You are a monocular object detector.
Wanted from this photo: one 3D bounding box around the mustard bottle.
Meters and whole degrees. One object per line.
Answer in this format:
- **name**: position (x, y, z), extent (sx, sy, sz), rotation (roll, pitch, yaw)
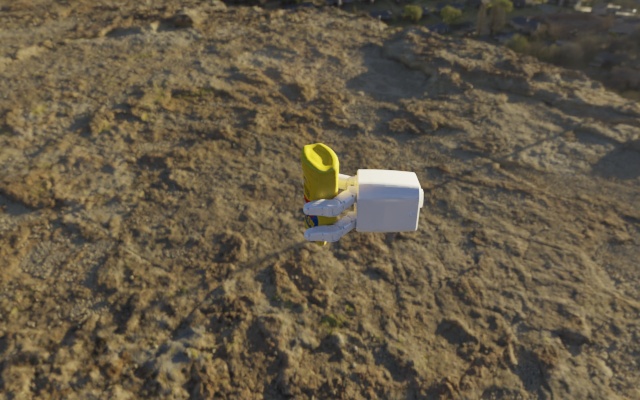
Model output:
- **mustard bottle**: position (0.000, 0.003, 0.843), extent (0.058, 0.192, 0.096), rotation (-13, 38, -15)
